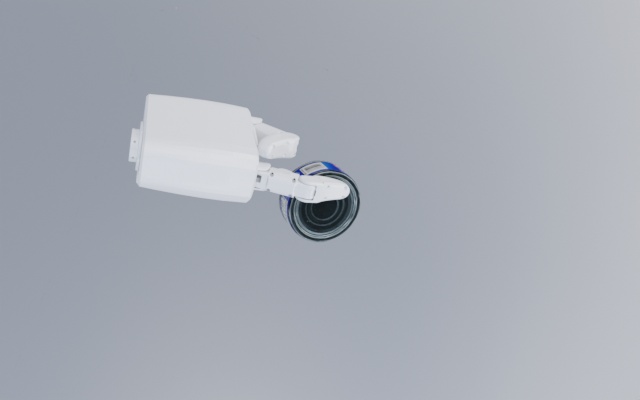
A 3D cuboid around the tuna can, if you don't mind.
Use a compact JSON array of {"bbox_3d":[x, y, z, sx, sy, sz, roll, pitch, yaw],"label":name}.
[{"bbox_3d":[0.000,0.002,0.525,0.086,0.086,0.033,0,22,-23],"label":"tuna can"}]
